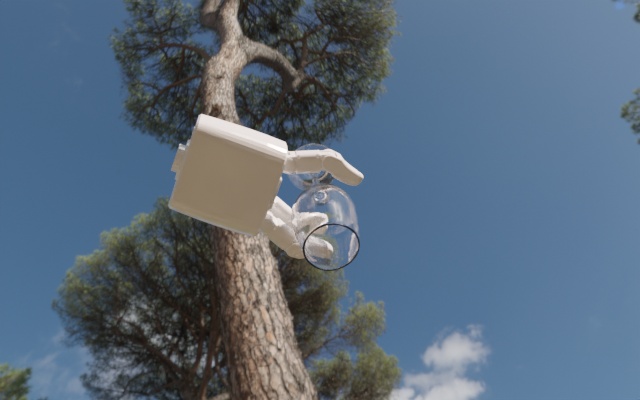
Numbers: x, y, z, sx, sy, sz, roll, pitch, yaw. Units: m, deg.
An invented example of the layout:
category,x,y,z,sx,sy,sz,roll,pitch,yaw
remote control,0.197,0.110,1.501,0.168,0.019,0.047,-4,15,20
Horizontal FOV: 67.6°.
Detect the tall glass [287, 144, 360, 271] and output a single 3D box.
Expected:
category,x,y,z,sx,sy,sz,roll,pitch,yaw
tall glass,0.000,0.002,0.593,0.079,0.079,0.201,0,29,-8
